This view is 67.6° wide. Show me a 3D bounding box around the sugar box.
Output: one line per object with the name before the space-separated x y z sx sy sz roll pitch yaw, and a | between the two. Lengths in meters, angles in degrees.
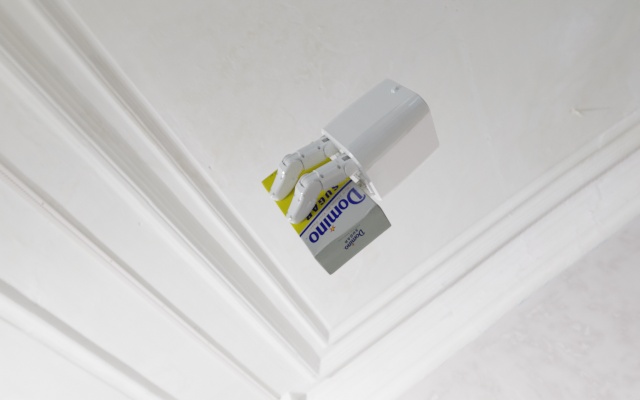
sugar box | 0.000 0.001 0.587 0.048 0.093 0.176 52 -3 -38
